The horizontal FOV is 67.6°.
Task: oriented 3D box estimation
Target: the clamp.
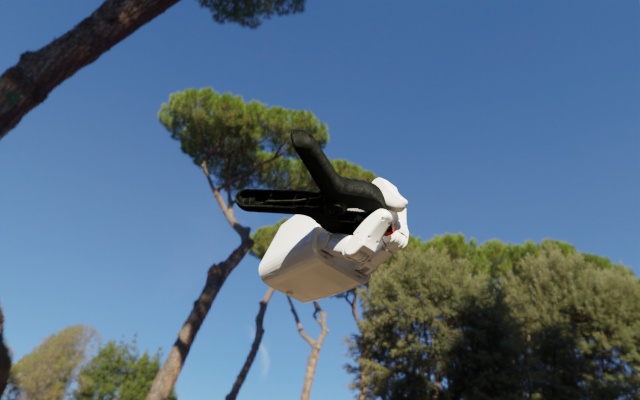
[{"bbox_3d":[0.000,0.001,0.500,0.171,0.039,0.120,33,-45,-31],"label":"clamp"}]
